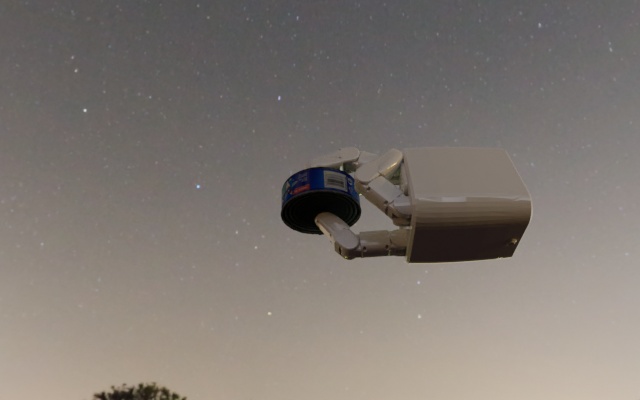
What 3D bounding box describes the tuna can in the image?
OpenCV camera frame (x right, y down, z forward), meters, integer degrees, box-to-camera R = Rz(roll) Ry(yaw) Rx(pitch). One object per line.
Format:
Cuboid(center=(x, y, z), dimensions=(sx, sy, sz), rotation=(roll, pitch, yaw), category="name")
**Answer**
Cuboid(center=(0.000, 0.001, 0.516), dimensions=(0.086, 0.033, 0.086), rotation=(-2, -34, -1), category="tuna can")
